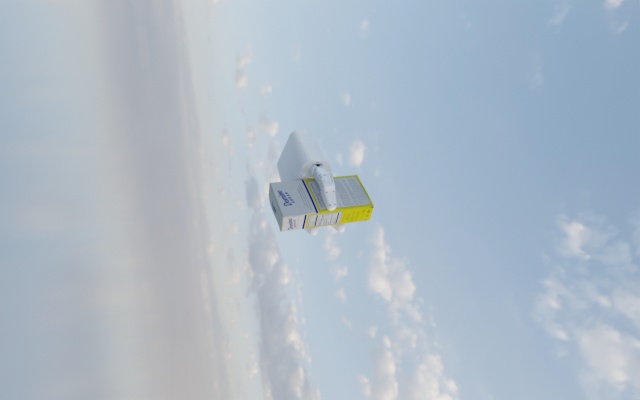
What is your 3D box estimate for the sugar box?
[{"bbox_3d":[0.000,0.003,0.877,0.176,0.048,0.093,-7,45,-18],"label":"sugar box"}]
